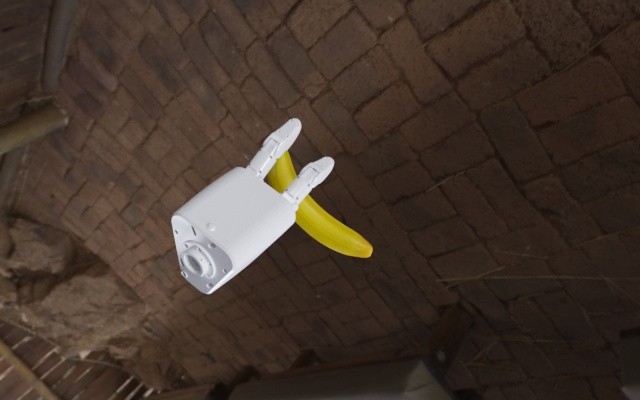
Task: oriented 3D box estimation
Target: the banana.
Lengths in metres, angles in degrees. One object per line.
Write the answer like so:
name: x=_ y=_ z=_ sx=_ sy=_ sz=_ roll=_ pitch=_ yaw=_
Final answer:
banana: x=-0.013 y=0.007 z=0.632 sx=0.070 sy=0.198 sz=0.037 roll=-35 pitch=4 yaw=43
